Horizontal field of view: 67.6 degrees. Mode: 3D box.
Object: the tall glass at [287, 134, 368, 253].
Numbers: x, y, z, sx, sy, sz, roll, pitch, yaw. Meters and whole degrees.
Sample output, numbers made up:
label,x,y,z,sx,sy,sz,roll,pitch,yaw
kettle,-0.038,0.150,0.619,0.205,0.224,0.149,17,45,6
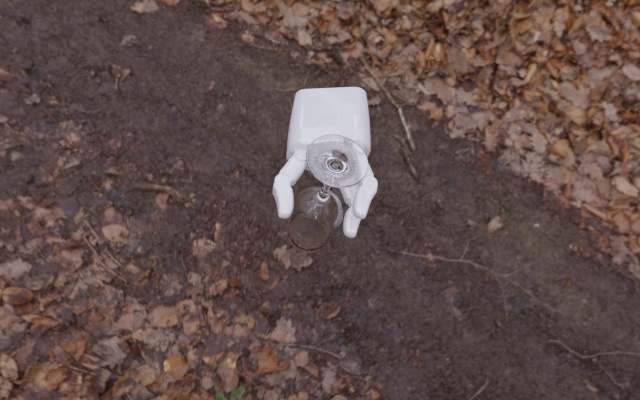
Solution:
label,x,y,z,sx,sy,sz,roll,pitch,yaw
tall glass,0.000,0.002,0.635,0.079,0.079,0.201,0,-30,-13
